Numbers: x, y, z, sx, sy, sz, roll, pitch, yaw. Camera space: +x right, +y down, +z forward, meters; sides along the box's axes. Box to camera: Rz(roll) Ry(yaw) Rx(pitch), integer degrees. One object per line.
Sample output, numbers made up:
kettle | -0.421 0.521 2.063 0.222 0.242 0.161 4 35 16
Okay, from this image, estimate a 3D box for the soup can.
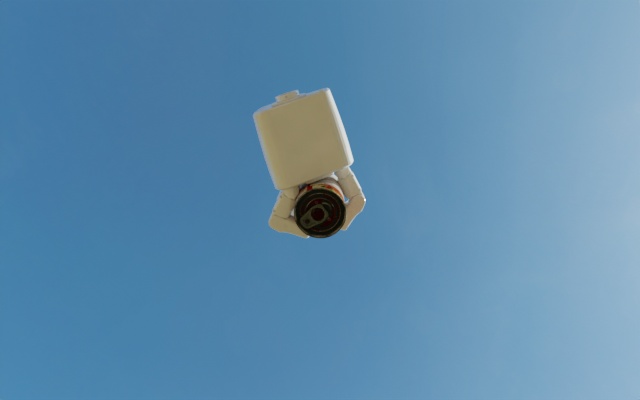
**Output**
soup can | 0.000 0.002 0.656 0.068 0.068 0.102 0 17 1
